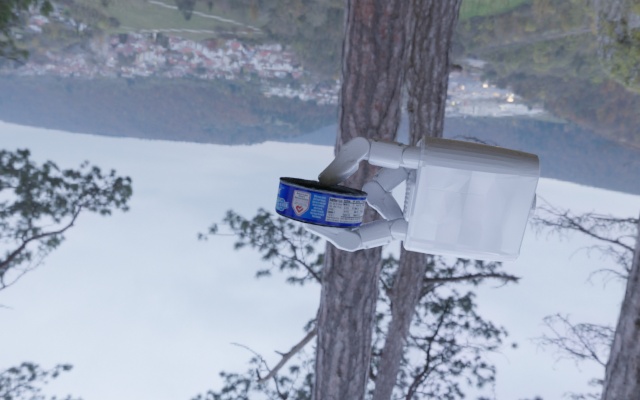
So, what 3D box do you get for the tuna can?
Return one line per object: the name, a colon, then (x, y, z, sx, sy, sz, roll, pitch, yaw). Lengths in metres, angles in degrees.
tuna can: (0.000, 0.002, 0.459, 0.086, 0.034, 0.086, 10, 7, -1)
